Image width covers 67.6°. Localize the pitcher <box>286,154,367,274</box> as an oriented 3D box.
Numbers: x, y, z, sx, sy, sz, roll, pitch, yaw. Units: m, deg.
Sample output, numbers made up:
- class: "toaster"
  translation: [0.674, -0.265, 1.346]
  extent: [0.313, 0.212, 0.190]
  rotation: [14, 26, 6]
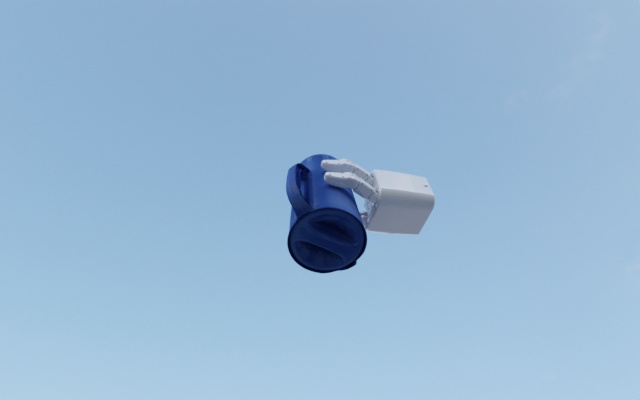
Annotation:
- class: "pitcher"
  translation: [0.000, 0.003, 0.881]
  extent: [0.145, 0.149, 0.242]
  rotation: [7, 30, -8]
